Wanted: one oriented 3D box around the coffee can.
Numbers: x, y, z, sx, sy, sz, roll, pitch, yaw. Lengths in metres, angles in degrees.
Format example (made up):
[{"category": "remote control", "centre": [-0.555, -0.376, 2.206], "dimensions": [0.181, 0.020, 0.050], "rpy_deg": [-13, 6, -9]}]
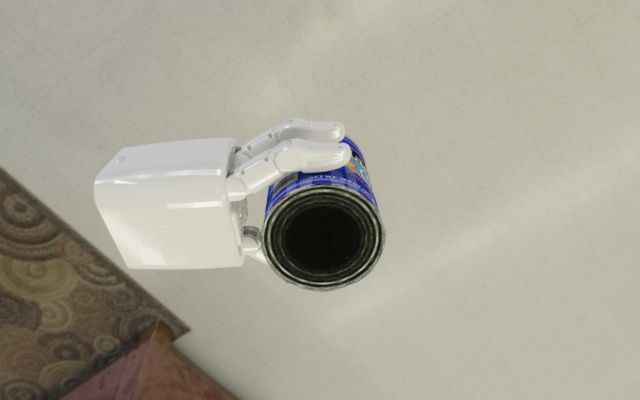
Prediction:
[{"category": "coffee can", "centre": [0.000, 0.001, 0.449], "dimensions": [0.103, 0.103, 0.140], "rpy_deg": [0, 27, -2]}]
